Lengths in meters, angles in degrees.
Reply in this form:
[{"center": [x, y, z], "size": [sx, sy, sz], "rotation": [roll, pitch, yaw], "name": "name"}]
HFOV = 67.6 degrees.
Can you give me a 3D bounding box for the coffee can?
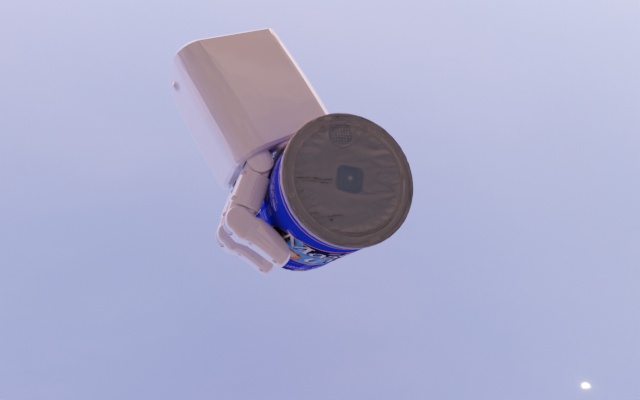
[{"center": [0.000, 0.001, 0.407], "size": [0.103, 0.102, 0.140], "rotation": [0, -15, -19], "name": "coffee can"}]
